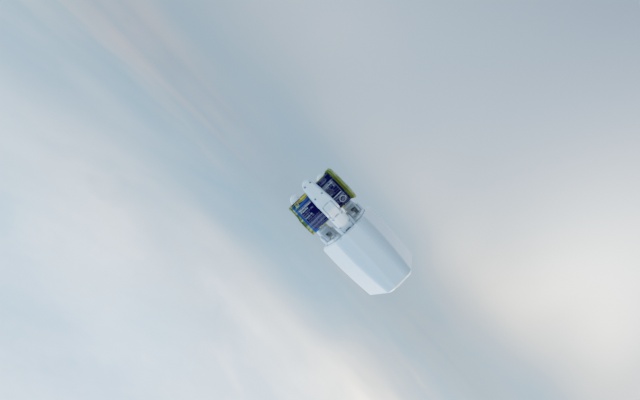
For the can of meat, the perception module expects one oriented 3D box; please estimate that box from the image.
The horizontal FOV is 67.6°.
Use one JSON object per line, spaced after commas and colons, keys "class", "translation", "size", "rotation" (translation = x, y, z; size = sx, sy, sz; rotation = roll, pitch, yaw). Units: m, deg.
{"class": "can of meat", "translation": [0.000, 0.003, 0.712], "size": [0.084, 0.057, 0.102], "rotation": [-44, 3, -2]}
